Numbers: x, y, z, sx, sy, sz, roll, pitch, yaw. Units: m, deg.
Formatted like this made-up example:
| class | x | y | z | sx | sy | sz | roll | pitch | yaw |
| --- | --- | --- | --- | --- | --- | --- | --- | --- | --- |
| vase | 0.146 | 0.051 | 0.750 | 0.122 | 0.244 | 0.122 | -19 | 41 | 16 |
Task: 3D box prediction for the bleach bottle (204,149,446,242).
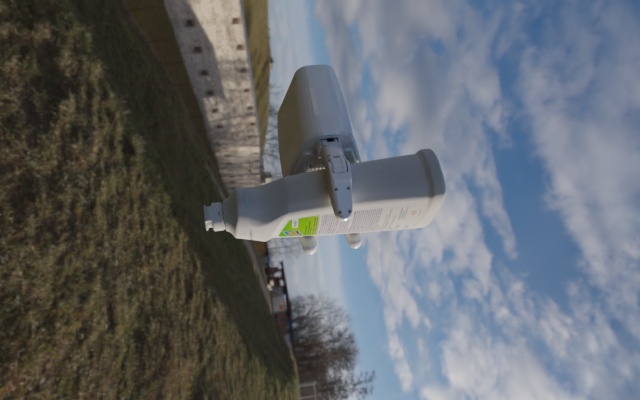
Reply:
| class | x | y | z | sx | sy | sz | roll | pitch | yaw |
| --- | --- | --- | --- | --- | --- | --- | --- | --- | --- |
| bleach bottle | 0.000 | 0.002 | 0.524 | 0.251 | 0.068 | 0.103 | -6 | -28 | -8 |
